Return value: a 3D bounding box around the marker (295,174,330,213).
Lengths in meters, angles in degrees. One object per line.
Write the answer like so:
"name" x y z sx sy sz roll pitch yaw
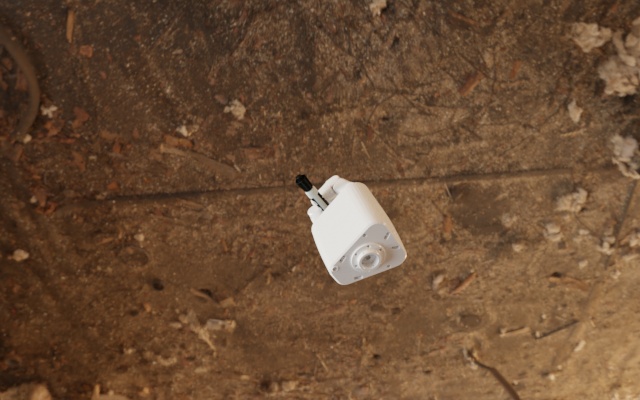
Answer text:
"marker" 0.000 0.002 0.745 0.020 0.020 0.121 0 -40 46
